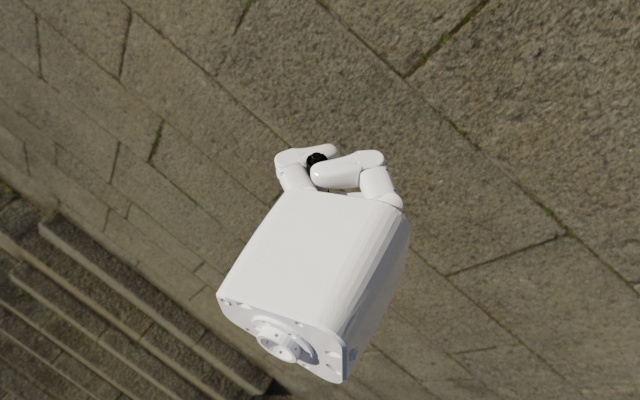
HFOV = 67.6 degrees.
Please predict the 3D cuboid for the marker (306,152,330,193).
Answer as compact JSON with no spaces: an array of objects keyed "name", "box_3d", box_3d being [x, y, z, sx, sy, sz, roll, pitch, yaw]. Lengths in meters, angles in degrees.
[{"name":"marker","box_3d":[0.000,0.001,0.444,0.020,0.020,0.121,0,-40,4]}]
